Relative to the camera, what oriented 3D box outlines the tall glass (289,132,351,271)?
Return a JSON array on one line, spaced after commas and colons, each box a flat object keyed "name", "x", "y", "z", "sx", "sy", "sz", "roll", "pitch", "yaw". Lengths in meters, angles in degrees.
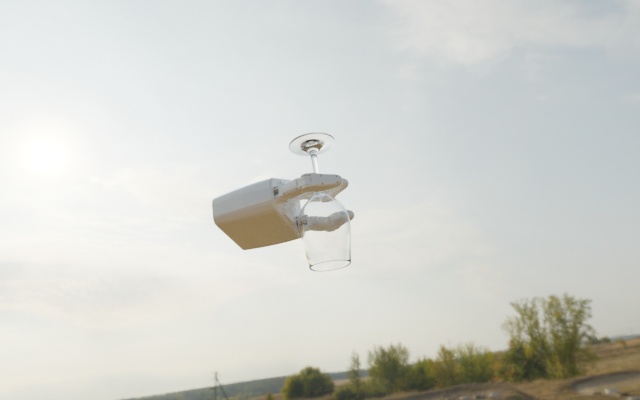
[{"name": "tall glass", "x": 0.000, "y": 0.002, "z": 0.722, "sx": 0.079, "sy": 0.201, "sz": 0.079, "roll": -8, "pitch": -21, "yaw": -3}]
